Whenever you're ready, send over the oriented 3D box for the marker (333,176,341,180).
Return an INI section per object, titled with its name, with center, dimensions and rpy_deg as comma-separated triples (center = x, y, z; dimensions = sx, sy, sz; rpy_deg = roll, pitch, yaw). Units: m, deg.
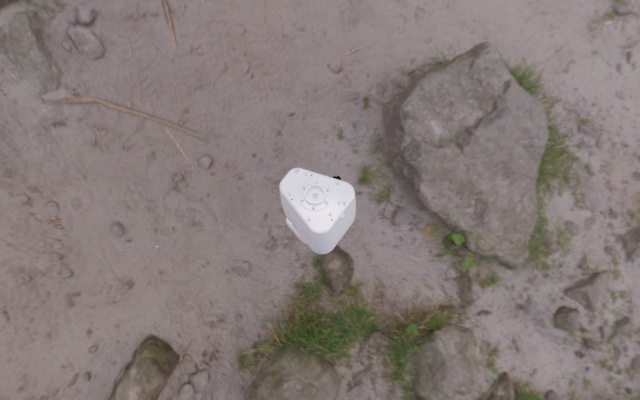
[marker]
center = 0.000, 0.003, 0.872
dimensions = 0.020, 0.121, 0.020
rpy_deg = 34, -16, 11
